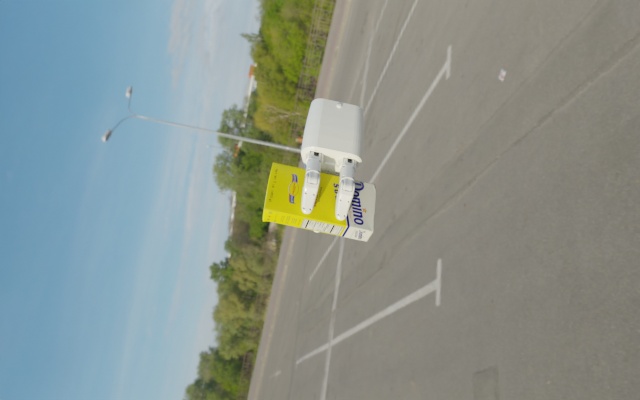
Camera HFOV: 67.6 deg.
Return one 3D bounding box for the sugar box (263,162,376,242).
[{"bbox_3d":[0.000,0.002,0.770,0.176,0.093,0.048,10,-31,-6],"label":"sugar box"}]
